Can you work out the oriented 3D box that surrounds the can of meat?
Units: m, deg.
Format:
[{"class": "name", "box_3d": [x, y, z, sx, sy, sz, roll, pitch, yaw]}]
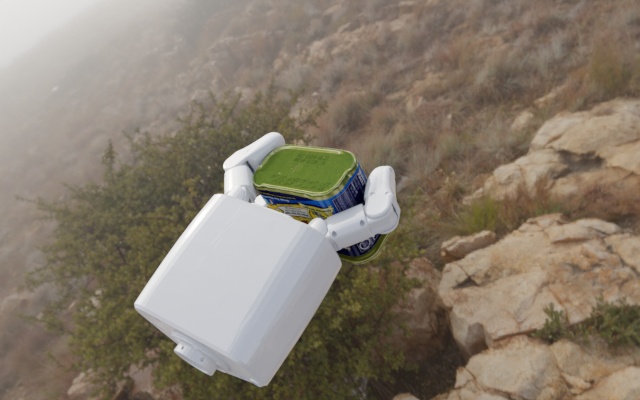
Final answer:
[{"class": "can of meat", "box_3d": [0.000, 0.001, 0.412, 0.102, 0.057, 0.084, 10, -36, 39]}]
